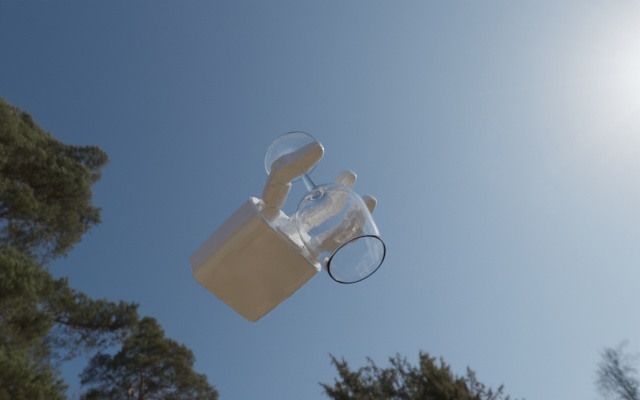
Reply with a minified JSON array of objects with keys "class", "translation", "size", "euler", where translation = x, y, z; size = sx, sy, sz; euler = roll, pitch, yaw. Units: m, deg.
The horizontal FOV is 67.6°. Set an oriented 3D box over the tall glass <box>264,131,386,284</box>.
[{"class":"tall glass","translation":[0.000,0.001,0.531],"size":[0.079,0.079,0.201],"euler":[0,34,-26]}]
